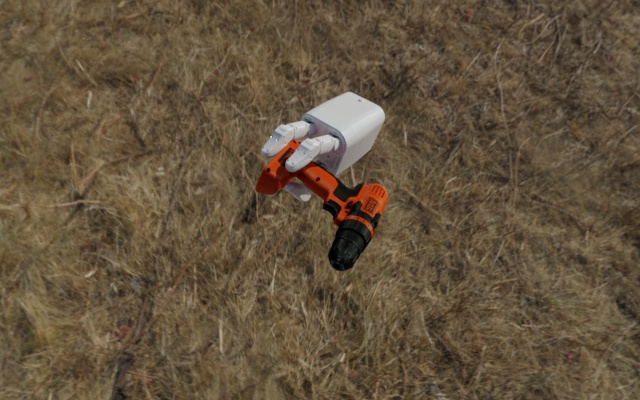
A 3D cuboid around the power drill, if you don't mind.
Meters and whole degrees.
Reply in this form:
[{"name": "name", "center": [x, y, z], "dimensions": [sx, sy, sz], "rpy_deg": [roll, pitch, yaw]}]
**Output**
[{"name": "power drill", "center": [0.000, 0.002, 0.717], "dimensions": [0.187, 0.057, 0.184], "rpy_deg": [33, 41, 1]}]
